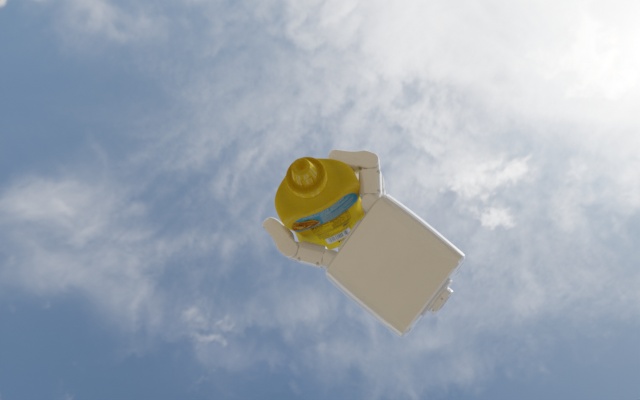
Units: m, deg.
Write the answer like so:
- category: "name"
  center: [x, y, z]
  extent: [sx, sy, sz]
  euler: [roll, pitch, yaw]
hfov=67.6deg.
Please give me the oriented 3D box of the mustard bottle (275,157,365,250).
- category: "mustard bottle"
  center: [0.000, 0.002, 0.538]
  extent: [0.096, 0.058, 0.192]
  euler: [-26, -23, 2]
